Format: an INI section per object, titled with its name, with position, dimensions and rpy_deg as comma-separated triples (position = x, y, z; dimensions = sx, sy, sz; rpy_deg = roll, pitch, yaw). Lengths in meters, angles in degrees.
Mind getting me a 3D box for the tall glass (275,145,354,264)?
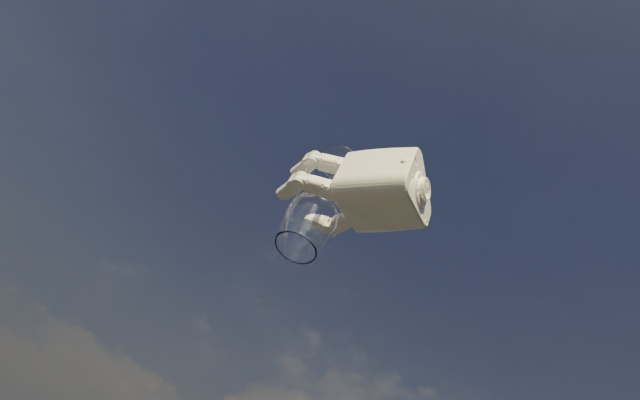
[tall glass]
position = 0.000, 0.002, 0.713
dimensions = 0.079, 0.079, 0.201
rpy_deg = 0, 39, 26
